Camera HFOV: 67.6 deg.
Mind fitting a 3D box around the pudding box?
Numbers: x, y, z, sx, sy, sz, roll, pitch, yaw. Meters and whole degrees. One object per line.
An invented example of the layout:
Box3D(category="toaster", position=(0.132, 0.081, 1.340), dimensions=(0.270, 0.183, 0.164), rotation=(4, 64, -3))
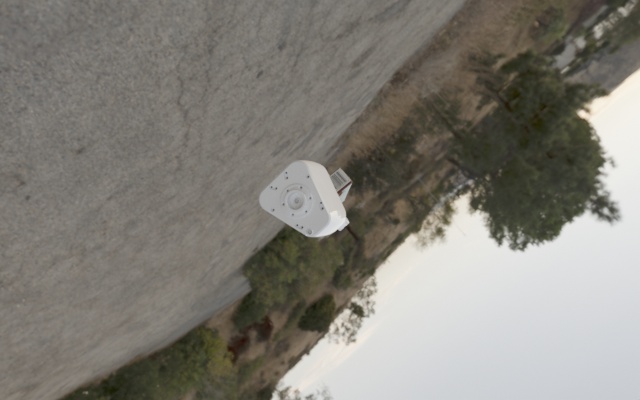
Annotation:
Box3D(category="pudding box", position=(0.000, 0.003, 0.851), dimensions=(0.113, 0.039, 0.090), rotation=(-37, -12, -18))
